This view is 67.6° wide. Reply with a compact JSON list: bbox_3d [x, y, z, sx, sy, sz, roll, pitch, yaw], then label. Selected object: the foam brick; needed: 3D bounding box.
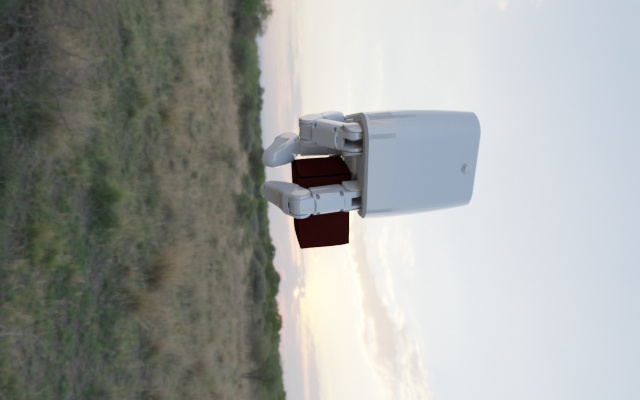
[{"bbox_3d":[0.000,0.002,0.474,0.051,0.078,0.053,-5,26,-9],"label":"foam brick"}]
